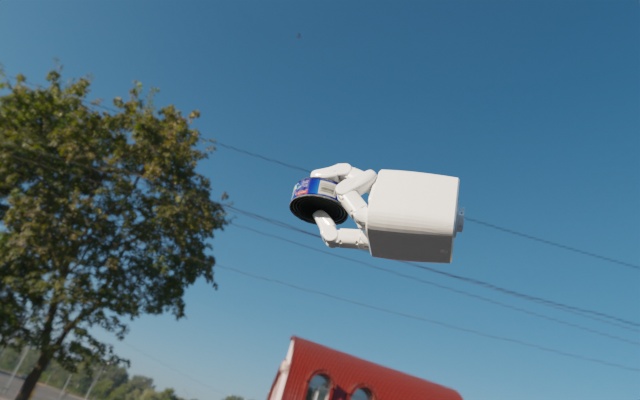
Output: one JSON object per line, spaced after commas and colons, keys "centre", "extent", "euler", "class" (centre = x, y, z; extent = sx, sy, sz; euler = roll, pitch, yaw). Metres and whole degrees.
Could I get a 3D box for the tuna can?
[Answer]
{"centre": [0.000, 0.002, 0.690], "extent": [0.086, 0.033, 0.086], "euler": [9, -30, 5], "class": "tuna can"}
